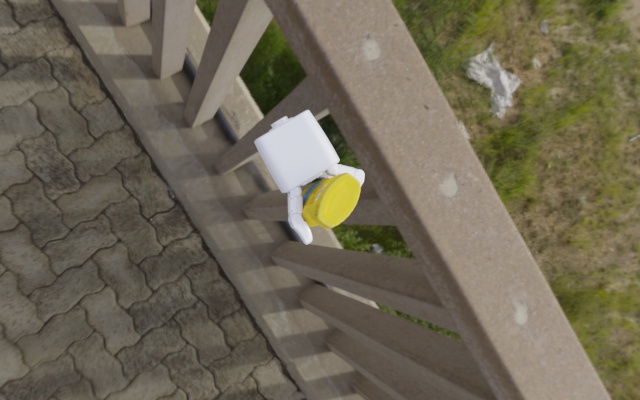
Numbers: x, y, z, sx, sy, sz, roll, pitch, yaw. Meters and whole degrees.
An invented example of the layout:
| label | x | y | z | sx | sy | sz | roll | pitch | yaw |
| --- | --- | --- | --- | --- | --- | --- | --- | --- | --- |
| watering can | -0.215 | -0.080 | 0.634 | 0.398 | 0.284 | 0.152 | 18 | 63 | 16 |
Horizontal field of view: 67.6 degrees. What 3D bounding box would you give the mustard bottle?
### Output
| label | x | y | z | sx | sy | sz | roll | pitch | yaw |
| --- | --- | --- | --- | --- | --- | --- | --- | --- | --- |
| mustard bottle | 0.000 | 0.003 | 0.857 | 0.058 | 0.096 | 0.191 | 35 | -13 | -15 |
